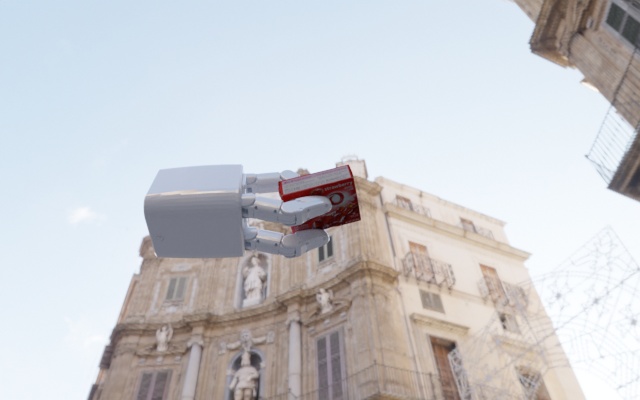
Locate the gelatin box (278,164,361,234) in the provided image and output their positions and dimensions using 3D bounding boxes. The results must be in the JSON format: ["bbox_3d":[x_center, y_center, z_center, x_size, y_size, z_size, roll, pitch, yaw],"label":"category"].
[{"bbox_3d":[0.000,0.001,0.576,0.089,0.073,0.030,-14,43,0],"label":"gelatin box"}]
